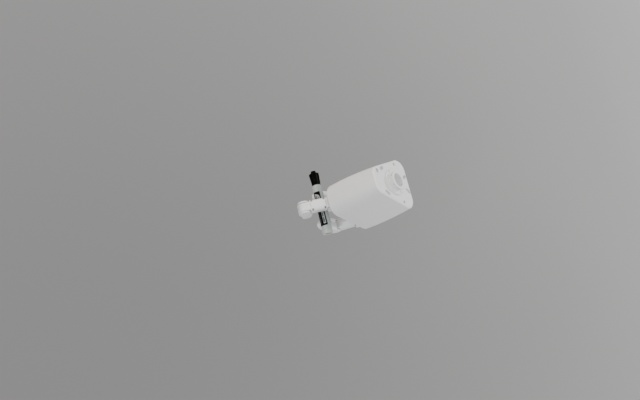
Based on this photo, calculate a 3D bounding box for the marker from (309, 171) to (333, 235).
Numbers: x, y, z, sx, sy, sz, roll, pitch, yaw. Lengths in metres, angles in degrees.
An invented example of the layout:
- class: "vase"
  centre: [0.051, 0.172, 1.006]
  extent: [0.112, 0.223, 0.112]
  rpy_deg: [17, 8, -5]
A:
- class: "marker"
  centre: [0.000, 0.003, 0.868]
  extent: [0.020, 0.121, 0.020]
  rpy_deg: [-13, -15, -4]
